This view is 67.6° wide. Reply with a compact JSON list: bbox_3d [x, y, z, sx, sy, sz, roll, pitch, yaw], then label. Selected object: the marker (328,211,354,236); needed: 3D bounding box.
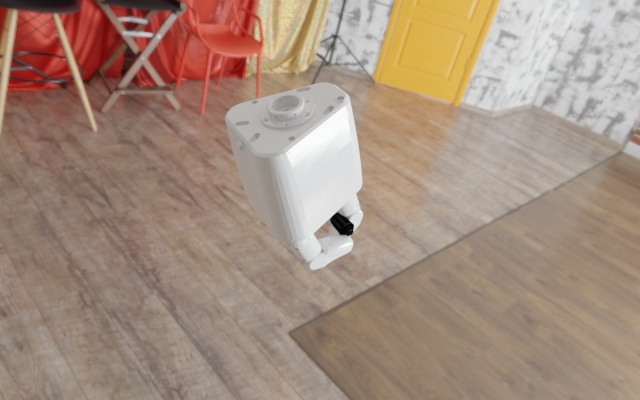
[{"bbox_3d":[0.000,0.002,0.549,0.020,0.020,0.121,0,33,-39],"label":"marker"}]
